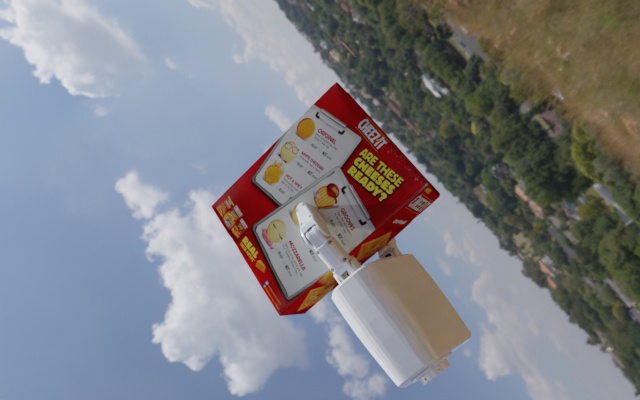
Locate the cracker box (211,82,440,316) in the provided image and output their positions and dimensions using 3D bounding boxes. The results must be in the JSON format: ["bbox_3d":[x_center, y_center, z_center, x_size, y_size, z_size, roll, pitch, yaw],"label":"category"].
[{"bbox_3d":[0.000,0.002,0.549,0.214,0.164,0.072,-43,-25,13],"label":"cracker box"}]
